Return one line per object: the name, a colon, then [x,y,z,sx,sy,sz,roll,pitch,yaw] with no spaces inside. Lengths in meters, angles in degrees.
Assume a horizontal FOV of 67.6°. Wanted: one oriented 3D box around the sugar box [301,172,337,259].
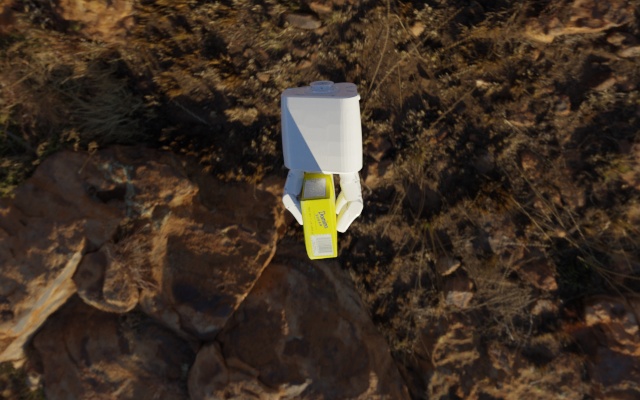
sugar box: [0.001,0.002,0.717,0.048,0.093,0.176,-4,26,5]
